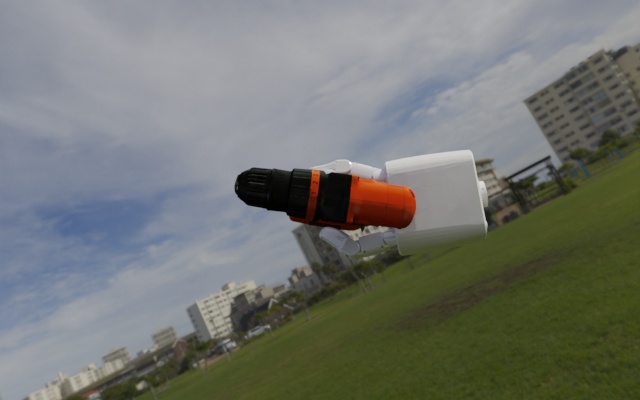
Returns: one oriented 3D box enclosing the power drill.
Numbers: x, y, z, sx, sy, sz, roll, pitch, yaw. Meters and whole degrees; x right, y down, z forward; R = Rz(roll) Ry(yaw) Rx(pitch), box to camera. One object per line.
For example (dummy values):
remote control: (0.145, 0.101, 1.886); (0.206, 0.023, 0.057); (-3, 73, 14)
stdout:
power drill: (0.000, 0.002, 0.553); (0.184, 0.057, 0.187); (10, -3, -4)
